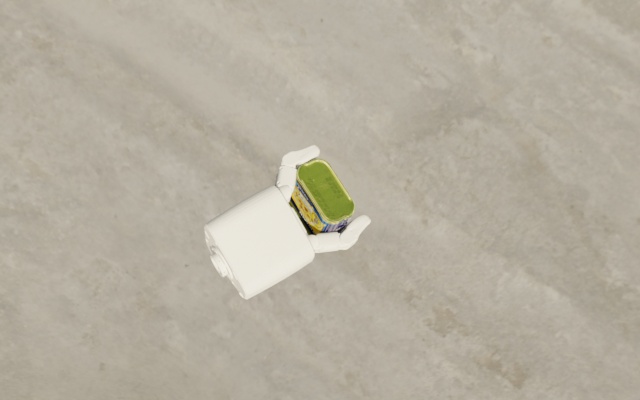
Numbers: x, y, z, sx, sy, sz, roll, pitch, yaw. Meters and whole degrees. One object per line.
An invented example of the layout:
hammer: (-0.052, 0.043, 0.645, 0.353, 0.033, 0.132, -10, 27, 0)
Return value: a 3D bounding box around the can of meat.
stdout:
can of meat: (0.000, 0.002, 0.676, 0.057, 0.102, 0.084, -27, -16, -21)
